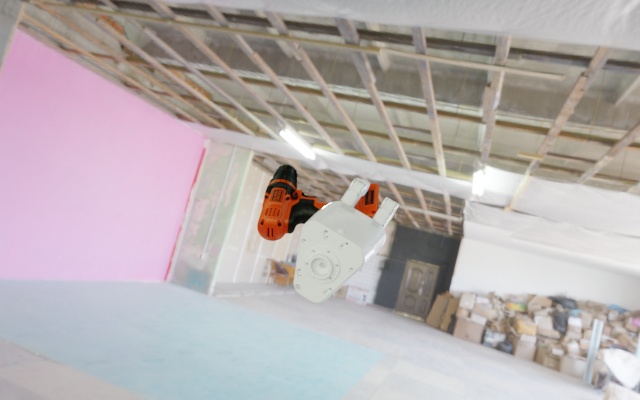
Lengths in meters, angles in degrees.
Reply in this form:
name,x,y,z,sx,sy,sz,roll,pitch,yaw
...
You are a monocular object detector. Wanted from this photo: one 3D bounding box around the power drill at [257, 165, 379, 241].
name,x,y,z,sx,sy,sz,roll,pitch,yaw
power drill,0.001,0.003,0.781,0.187,0.057,0.184,3,37,4
